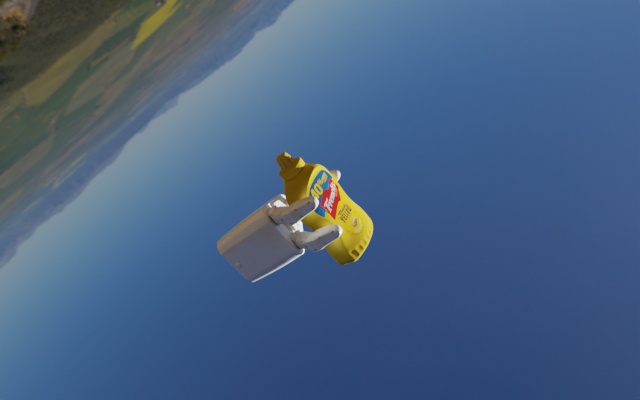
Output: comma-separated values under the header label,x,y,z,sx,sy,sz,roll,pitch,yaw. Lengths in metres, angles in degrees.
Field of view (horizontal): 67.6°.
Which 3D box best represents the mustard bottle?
label,x,y,z,sx,sy,sz,roll,pitch,yaw
mustard bottle,0.001,0.002,0.726,0.058,0.192,0.096,-22,28,42
